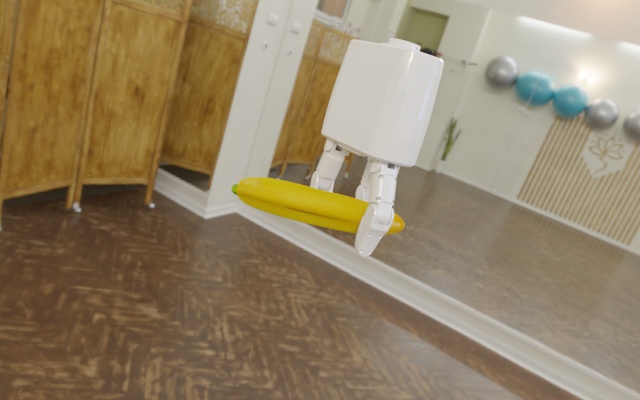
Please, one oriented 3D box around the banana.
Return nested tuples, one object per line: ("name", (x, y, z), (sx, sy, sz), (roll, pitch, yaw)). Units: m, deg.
("banana", (-0.005, 0.004, 0.504), (0.198, 0.037, 0.069), (14, 11, 4))
